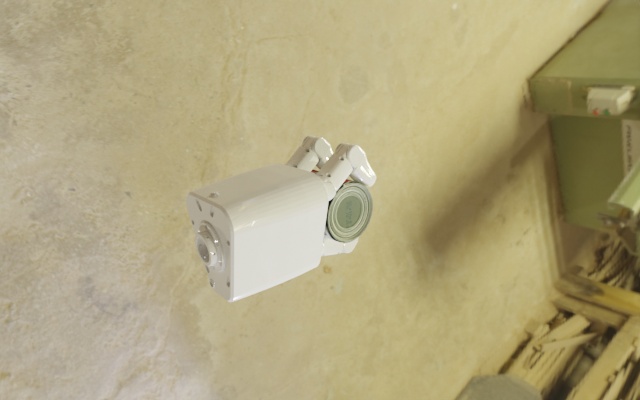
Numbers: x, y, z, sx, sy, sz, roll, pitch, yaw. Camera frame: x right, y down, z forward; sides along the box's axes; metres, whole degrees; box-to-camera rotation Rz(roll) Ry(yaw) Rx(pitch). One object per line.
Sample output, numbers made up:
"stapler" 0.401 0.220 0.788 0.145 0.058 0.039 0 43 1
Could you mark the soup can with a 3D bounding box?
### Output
"soup can" 0.001 0.002 0.533 0.068 0.068 0.102 0 13 -40
